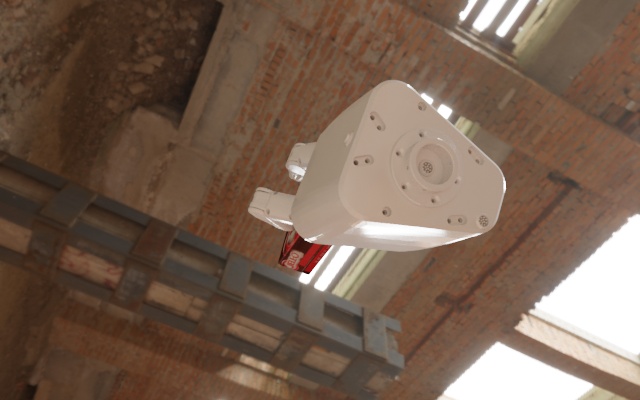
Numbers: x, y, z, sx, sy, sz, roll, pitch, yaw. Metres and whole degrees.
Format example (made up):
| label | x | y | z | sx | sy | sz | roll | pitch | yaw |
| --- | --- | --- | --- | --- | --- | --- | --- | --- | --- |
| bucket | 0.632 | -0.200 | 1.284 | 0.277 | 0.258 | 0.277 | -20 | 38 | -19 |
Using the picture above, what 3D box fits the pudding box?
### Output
| label | x | y | z | sx | sy | sz | roll | pitch | yaw |
| --- | --- | --- | --- | --- | --- | --- | --- | --- | --- |
| pudding box | 0.000 | 0.002 | 0.456 | 0.039 | 0.113 | 0.090 | 25 | -44 | -11 |
